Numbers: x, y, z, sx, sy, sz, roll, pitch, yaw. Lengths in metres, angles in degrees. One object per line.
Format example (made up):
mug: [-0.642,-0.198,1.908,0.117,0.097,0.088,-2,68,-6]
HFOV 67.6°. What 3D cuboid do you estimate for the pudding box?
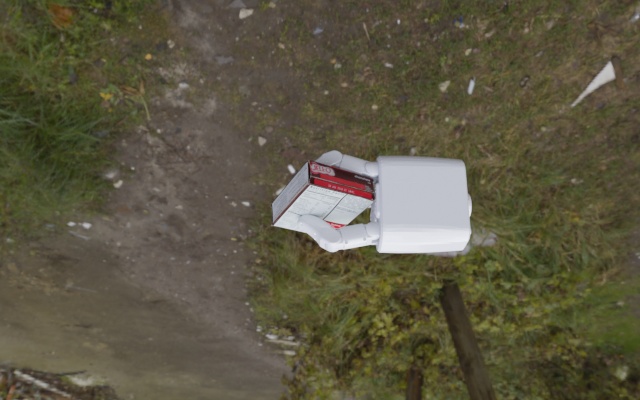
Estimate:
pudding box: [0.000,0.002,0.591,0.090,0.039,0.113,15,-37,-24]
